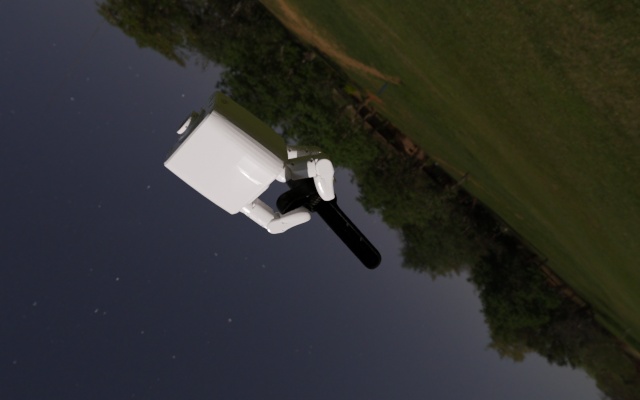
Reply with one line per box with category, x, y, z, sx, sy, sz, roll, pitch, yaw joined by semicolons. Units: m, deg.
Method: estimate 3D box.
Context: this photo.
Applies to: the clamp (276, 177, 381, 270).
clamp;-0.001;0.002;0.640;0.164;0.036;0.210;37;14;-24
